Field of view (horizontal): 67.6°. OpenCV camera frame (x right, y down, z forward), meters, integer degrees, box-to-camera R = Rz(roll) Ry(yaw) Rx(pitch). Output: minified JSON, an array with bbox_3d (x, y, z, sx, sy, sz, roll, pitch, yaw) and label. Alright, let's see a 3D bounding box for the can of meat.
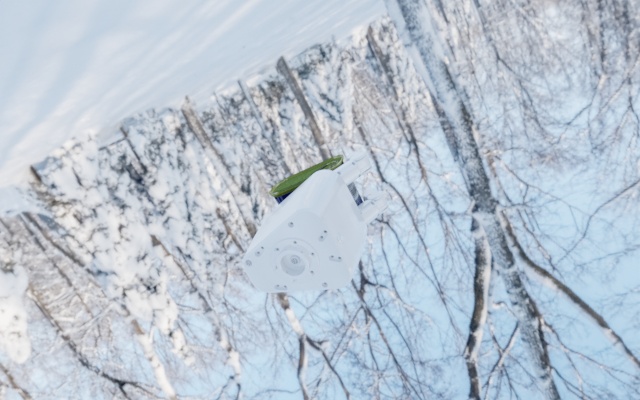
[{"bbox_3d":[0.000,0.002,0.607,0.102,0.084,0.057,-23,16,17],"label":"can of meat"}]
